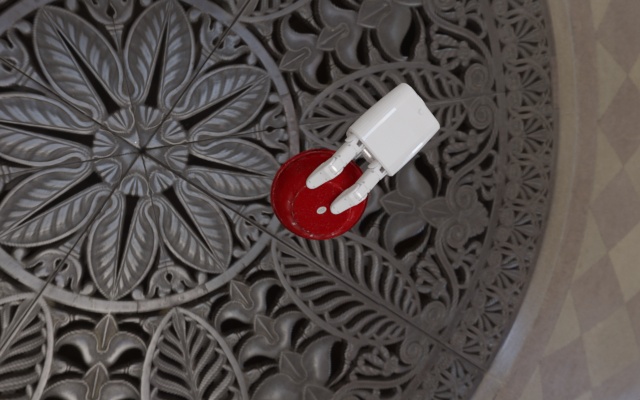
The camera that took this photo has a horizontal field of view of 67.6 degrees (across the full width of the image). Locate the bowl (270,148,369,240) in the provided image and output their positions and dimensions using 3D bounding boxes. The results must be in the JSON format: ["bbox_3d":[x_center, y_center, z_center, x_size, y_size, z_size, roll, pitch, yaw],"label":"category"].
[{"bbox_3d":[-0.001,0.004,0.758,0.162,0.162,0.055,0,23,-4],"label":"bowl"}]
